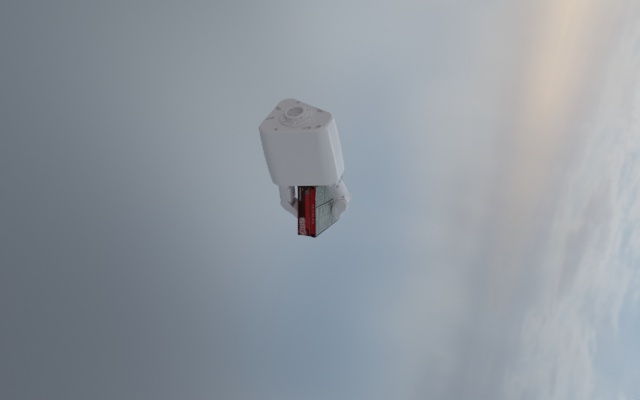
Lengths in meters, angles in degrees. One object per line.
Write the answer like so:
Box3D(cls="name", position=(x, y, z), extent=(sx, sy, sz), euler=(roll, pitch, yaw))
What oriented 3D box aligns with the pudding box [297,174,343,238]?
Box3D(cls="pudding box", position=(0.000, 0.003, 0.815), extent=(0.039, 0.090, 0.113), euler=(11, 20, 26))
